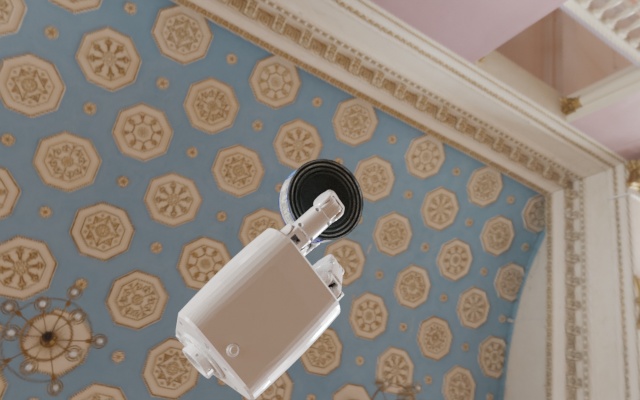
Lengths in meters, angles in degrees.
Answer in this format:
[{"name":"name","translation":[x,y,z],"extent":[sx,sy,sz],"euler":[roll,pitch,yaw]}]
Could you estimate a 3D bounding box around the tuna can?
[{"name":"tuna can","translation":[0.000,0.002,0.503],"extent":[0.086,0.086,0.034],"euler":[0,-12,-25]}]
